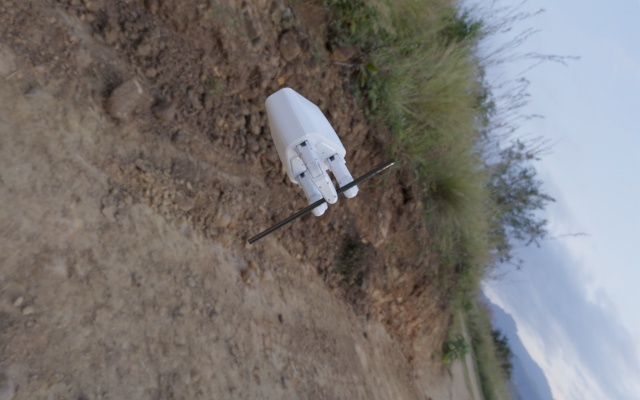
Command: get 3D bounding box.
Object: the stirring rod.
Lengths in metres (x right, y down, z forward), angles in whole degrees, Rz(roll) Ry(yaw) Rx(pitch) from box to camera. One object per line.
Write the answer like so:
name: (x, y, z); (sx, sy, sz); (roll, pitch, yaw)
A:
stirring rod: (0.000, 0.002, 0.687); (0.239, 0.011, 0.011); (-29, -3, 5)
